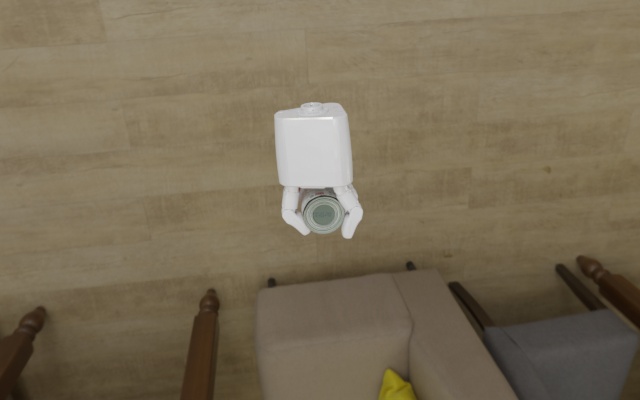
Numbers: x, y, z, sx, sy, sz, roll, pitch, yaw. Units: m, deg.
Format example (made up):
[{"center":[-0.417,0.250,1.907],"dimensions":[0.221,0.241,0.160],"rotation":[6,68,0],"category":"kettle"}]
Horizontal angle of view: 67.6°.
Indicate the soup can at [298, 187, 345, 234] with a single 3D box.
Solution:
[{"center":[0.000,0.003,0.782],"dimensions":[0.068,0.068,0.102],"rotation":[0,24,-7],"category":"soup can"}]
